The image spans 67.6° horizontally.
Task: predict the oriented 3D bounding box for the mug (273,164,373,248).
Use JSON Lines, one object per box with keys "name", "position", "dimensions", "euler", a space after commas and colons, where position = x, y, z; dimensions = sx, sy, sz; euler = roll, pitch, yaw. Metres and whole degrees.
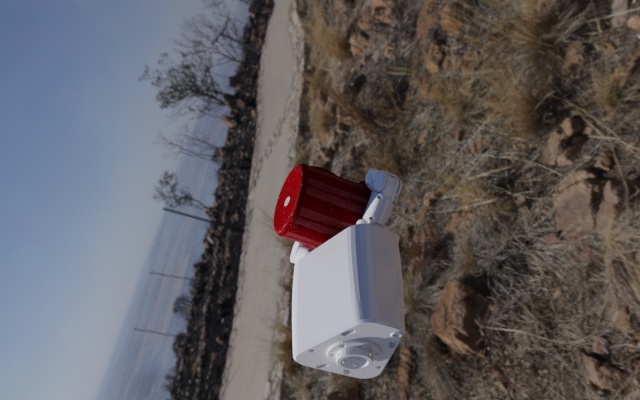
{"name": "mug", "position": [0.000, 0.001, 0.528], "dimensions": [0.081, 0.117, 0.093], "euler": [19, -49, -19]}
